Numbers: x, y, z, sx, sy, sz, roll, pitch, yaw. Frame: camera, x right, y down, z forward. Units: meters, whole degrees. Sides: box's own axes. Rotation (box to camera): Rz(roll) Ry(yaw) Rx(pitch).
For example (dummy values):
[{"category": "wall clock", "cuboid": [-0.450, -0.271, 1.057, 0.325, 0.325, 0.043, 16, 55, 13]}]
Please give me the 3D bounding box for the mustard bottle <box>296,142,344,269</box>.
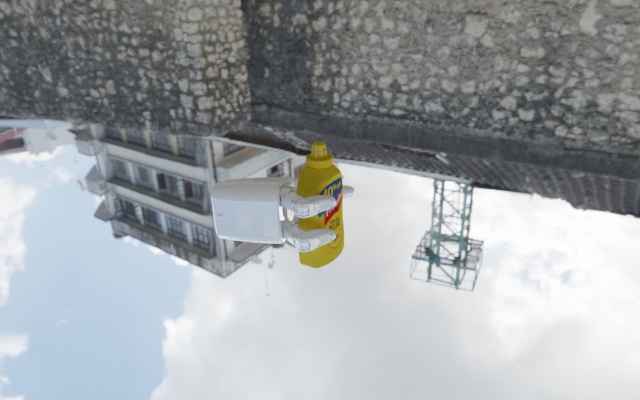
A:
[{"category": "mustard bottle", "cuboid": [0.000, 0.003, 0.742, 0.058, 0.192, 0.096, 13, 29, 31]}]
